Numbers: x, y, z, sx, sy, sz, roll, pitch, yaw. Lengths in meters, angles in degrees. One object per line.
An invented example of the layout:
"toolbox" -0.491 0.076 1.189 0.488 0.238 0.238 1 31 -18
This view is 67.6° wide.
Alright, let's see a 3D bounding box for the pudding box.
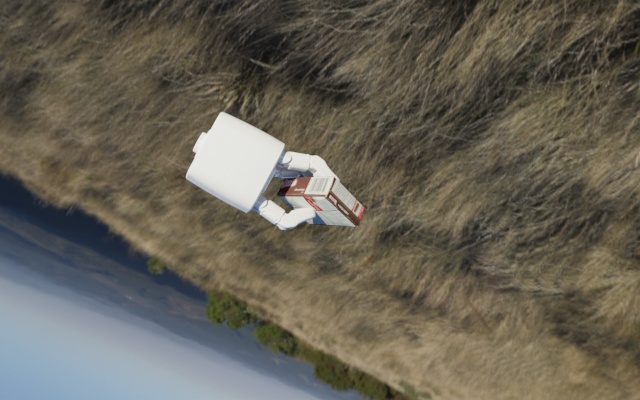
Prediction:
"pudding box" 0.000 0.003 0.748 0.113 0.039 0.090 3 -30 45
